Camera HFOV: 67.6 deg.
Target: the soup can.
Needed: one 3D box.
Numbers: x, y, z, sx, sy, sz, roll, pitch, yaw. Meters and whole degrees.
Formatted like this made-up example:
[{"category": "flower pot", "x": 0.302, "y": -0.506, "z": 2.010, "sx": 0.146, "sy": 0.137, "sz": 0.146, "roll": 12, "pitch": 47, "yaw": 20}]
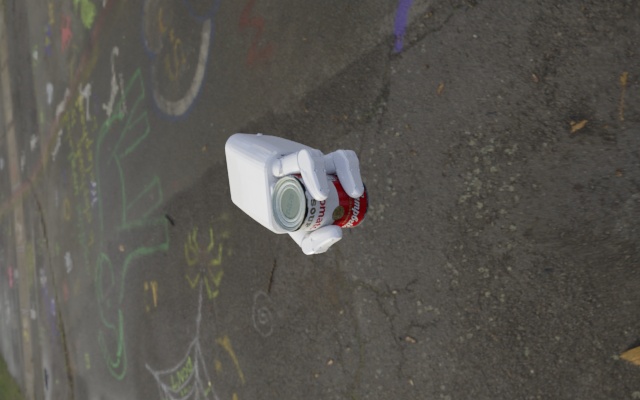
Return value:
[{"category": "soup can", "x": 0.000, "y": 0.002, "z": 0.578, "sx": 0.102, "sy": 0.068, "sz": 0.068, "roll": -2, "pitch": 1, "yaw": -42}]
